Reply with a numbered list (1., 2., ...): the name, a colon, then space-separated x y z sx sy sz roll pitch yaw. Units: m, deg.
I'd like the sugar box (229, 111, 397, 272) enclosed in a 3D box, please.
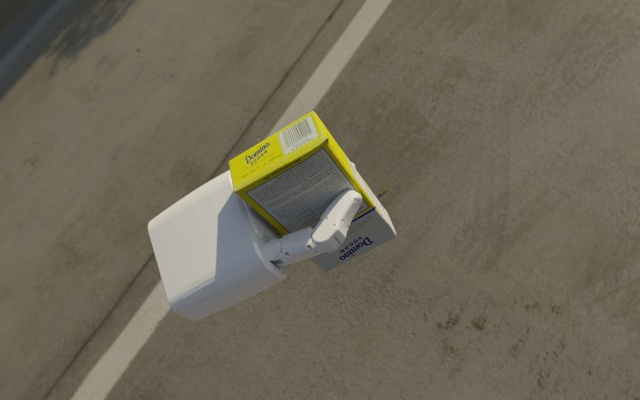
1. sugar box: 0.000 0.001 0.470 0.093 0.048 0.176 -28 -39 11
